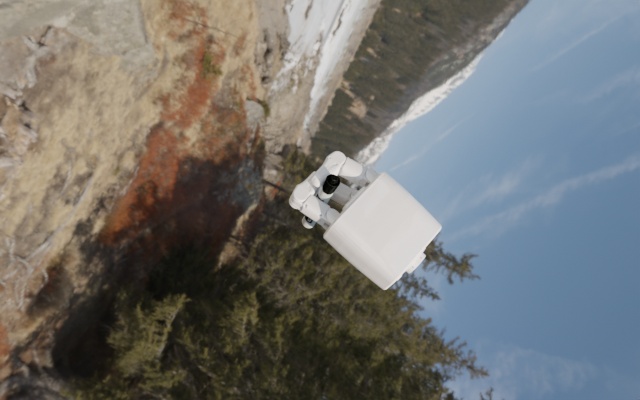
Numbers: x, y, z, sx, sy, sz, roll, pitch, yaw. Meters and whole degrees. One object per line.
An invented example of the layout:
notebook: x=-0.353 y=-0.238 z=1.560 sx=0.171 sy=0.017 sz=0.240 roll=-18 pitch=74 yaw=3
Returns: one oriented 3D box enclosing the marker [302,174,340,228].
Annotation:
marker: x=0.000 y=0.002 z=0.628 sx=0.020 sy=0.020 sz=0.121 roll=0 pitch=-29 yaw=-20
